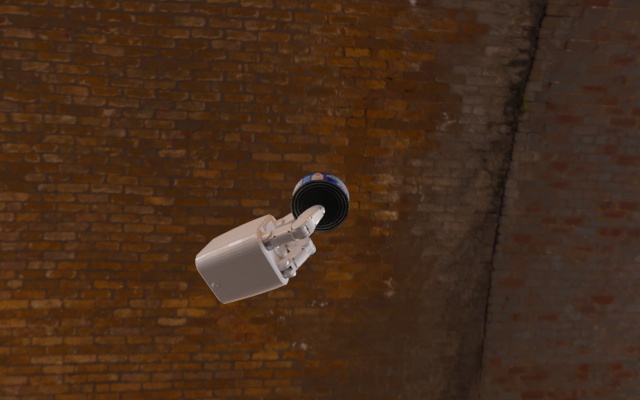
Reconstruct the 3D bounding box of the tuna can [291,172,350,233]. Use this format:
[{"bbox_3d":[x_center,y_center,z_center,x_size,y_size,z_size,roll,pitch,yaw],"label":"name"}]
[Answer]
[{"bbox_3d":[0.000,0.002,0.705,0.086,0.086,0.033,0,28,3],"label":"tuna can"}]
